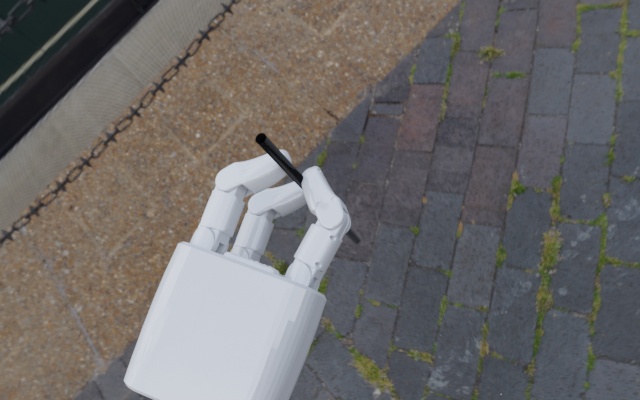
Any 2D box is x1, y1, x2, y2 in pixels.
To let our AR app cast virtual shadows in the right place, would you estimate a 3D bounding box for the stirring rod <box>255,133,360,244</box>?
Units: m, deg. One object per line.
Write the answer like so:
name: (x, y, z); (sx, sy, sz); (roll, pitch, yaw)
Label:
stirring rod: (0.000, 0.001, 0.423); (0.011, 0.011, 0.240); (0, -21, 21)
